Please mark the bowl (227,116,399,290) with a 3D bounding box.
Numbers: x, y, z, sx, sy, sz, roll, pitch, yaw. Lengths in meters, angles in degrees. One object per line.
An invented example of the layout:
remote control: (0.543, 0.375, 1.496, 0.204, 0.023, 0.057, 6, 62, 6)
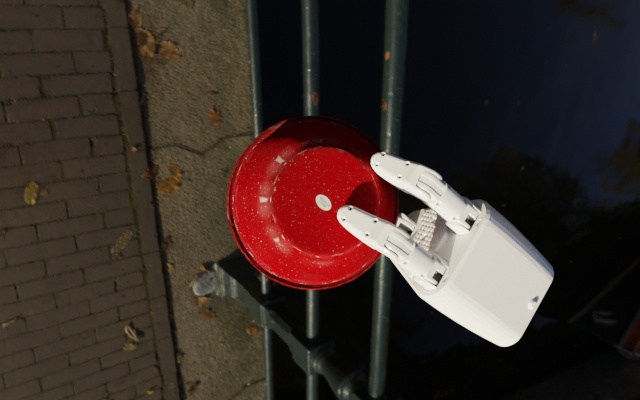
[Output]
bowl: (-0.001, 0.001, 0.417, 0.162, 0.162, 0.055, 0, -1, -10)
